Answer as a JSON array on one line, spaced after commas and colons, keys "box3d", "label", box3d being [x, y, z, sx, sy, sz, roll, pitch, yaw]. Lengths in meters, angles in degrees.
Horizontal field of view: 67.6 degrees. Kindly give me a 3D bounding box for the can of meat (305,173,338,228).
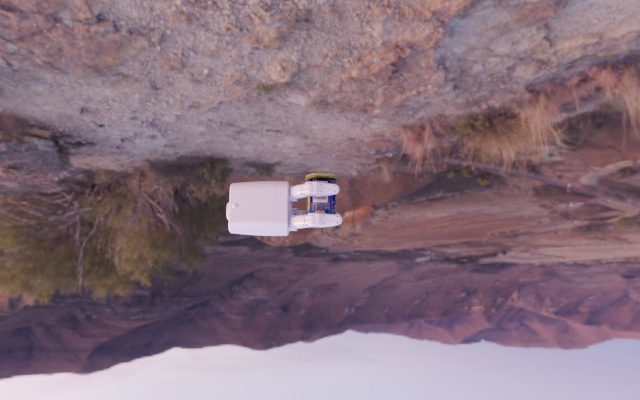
[{"box3d": [0.000, 0.003, 0.892, 0.057, 0.084, 0.102, 1, -13, -5], "label": "can of meat"}]
